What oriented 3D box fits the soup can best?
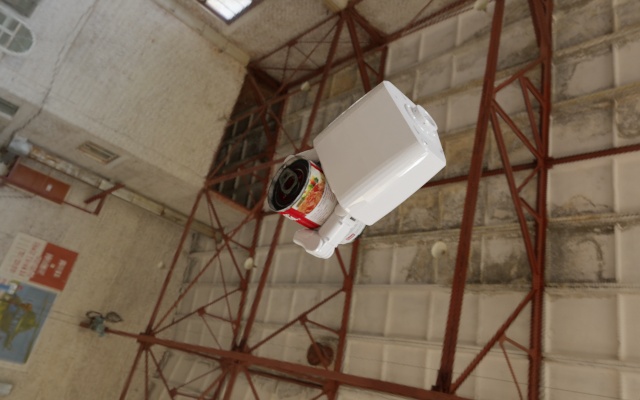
[{"bbox_3d":[0.000,0.002,0.545,0.102,0.068,0.068,31,-19,-35],"label":"soup can"}]
